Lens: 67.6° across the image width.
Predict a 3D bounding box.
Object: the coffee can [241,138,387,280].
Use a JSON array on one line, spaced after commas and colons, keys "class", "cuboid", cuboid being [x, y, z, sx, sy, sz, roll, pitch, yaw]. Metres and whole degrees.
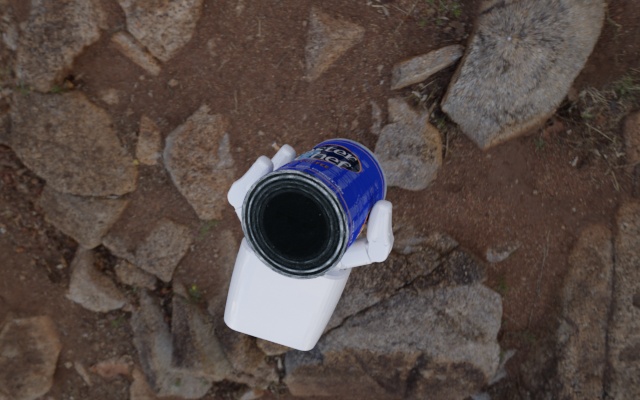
[{"class": "coffee can", "cuboid": [0.000, 0.001, 0.476, 0.103, 0.103, 0.140, 0, 18, 22]}]
